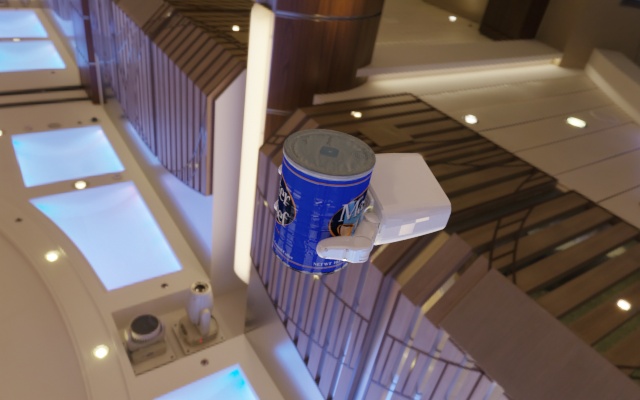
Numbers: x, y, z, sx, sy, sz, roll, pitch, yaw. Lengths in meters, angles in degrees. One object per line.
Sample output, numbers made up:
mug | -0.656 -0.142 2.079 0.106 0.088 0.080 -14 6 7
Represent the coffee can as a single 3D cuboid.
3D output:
coffee can | 0.000 0.002 0.560 0.103 0.140 0.102 7 34 -5
